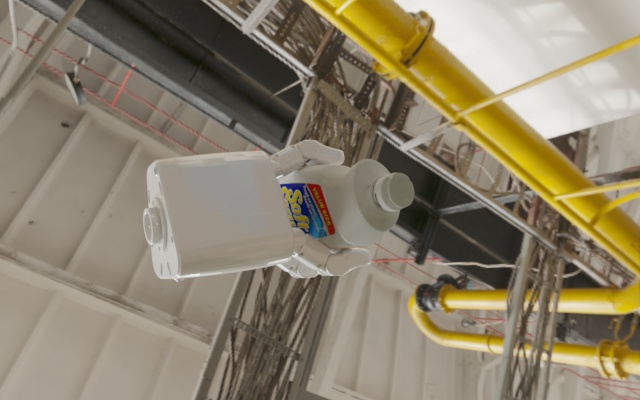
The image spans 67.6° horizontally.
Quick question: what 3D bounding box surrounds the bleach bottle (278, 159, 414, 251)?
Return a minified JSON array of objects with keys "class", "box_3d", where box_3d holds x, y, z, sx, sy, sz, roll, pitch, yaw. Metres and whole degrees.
[{"class":"bleach bottle","box_3d":[0.000,0.002,0.497,0.068,0.102,0.251,-6,-6,-32]}]
